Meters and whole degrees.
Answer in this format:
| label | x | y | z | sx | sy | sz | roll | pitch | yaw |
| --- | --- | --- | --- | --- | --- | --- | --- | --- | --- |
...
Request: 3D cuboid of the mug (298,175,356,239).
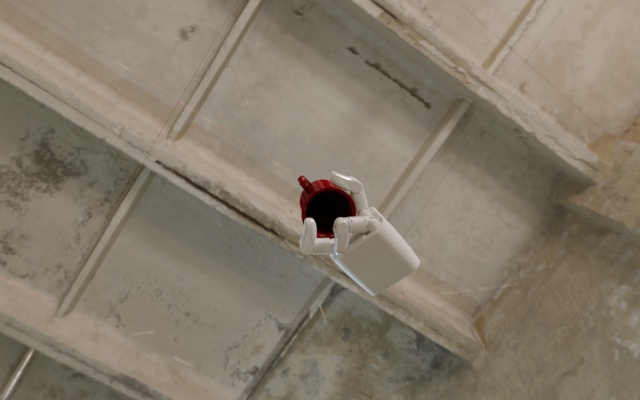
| label | x | y | z | sx | sy | sz | roll | pitch | yaw |
| --- | --- | --- | --- | --- | --- | --- | --- | --- | --- |
| mug | -0.001 | 0.002 | 0.828 | 0.093 | 0.117 | 0.081 | -42 | 19 | 4 |
